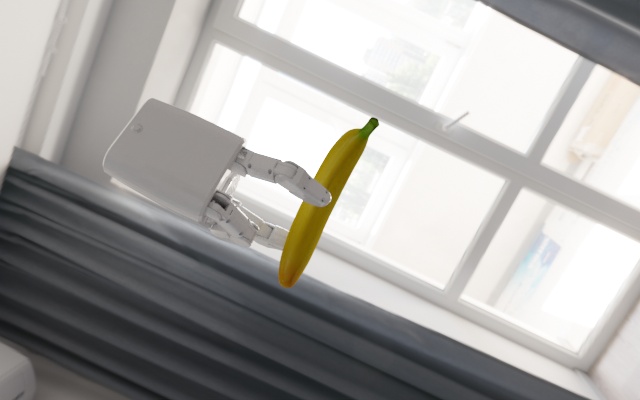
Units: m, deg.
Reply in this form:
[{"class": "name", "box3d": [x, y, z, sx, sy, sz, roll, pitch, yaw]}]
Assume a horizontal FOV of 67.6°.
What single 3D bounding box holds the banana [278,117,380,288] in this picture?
[{"class": "banana", "box3d": [0.001, -0.001, 0.517, 0.037, 0.198, 0.069, 27, -2, -2]}]
